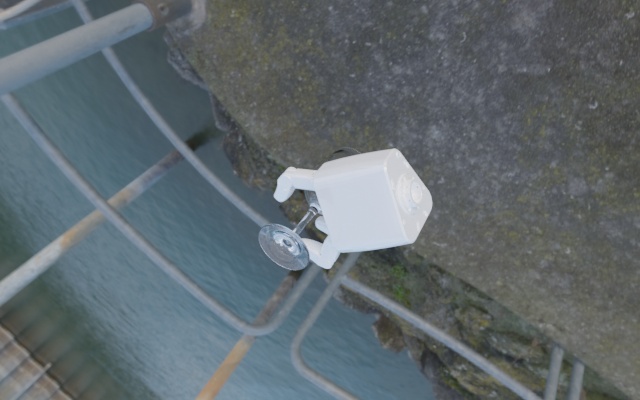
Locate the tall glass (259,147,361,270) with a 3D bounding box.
[{"bbox_3d":[0.000,0.003,0.664,0.079,0.079,0.201,0,35,34],"label":"tall glass"}]
